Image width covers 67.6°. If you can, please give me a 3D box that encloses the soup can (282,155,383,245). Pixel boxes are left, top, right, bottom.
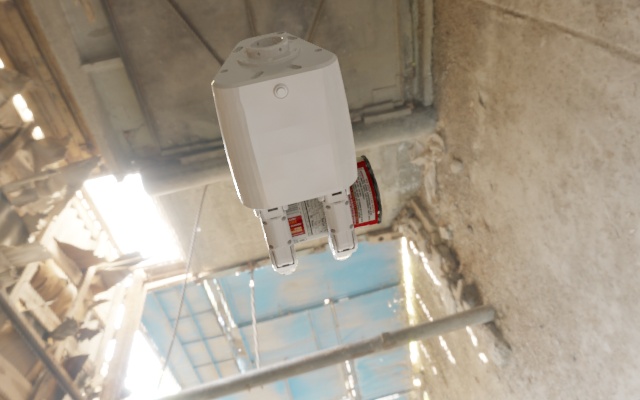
[{"bbox_3d":[0.000,0.002,0.454,0.102,0.068,0.068,-14,1,-5],"label":"soup can"}]
